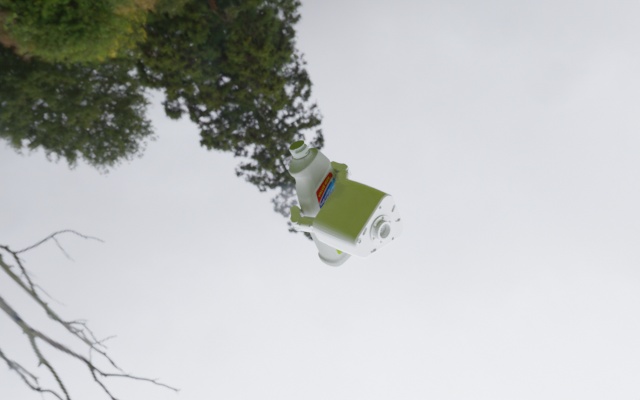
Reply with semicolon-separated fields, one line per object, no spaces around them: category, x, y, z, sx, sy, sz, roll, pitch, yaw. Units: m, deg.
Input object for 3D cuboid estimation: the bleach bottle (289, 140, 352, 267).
bleach bottle;0.000;0.003;0.884;0.102;0.251;0.068;-43;38;-23
